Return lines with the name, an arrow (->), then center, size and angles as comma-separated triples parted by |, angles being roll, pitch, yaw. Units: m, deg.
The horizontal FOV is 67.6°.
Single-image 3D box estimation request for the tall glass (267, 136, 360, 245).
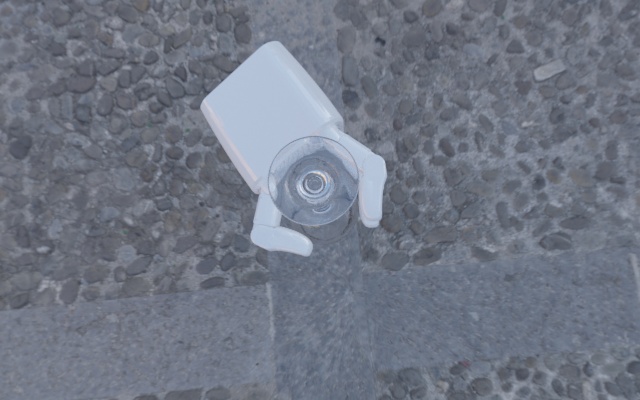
tall glass -> 0.000, 0.002, 0.479 | 0.079, 0.079, 0.201 | 0, -11, 4
